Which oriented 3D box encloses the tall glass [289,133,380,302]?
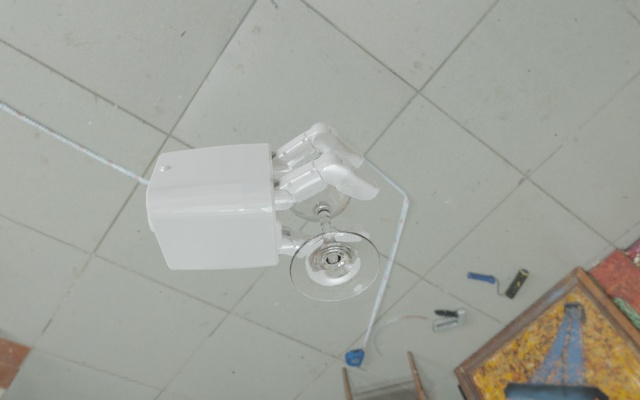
[{"bbox_3d":[0.000,0.002,0.468,0.079,0.079,0.201,0,32,-8],"label":"tall glass"}]
